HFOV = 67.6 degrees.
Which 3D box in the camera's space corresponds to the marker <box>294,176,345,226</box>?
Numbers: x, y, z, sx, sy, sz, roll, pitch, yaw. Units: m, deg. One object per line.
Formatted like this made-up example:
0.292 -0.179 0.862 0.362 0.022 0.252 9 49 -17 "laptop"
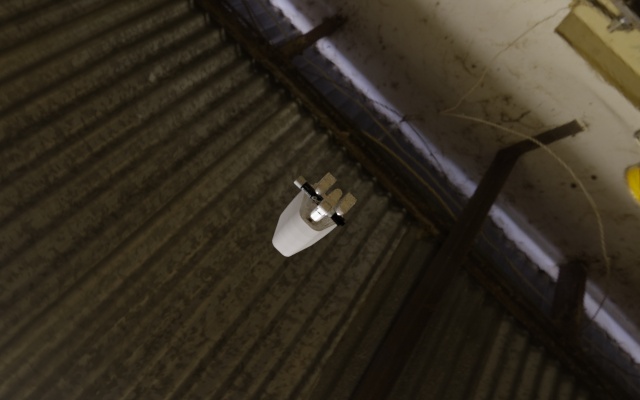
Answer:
0.000 0.003 0.881 0.020 0.121 0.020 -45 2 2 "marker"
